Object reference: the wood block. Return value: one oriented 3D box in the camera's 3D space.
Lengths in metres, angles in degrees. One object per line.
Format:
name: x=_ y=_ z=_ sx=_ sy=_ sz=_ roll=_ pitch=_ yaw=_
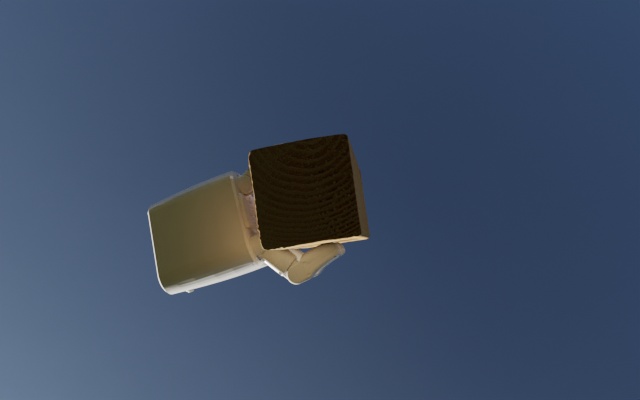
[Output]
wood block: x=0.000 y=0.001 z=0.506 sx=0.090 sy=0.091 sz=0.206 roll=-9 pitch=-6 yaw=7
